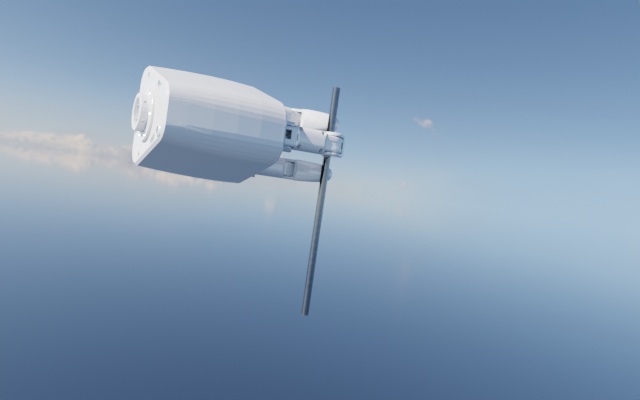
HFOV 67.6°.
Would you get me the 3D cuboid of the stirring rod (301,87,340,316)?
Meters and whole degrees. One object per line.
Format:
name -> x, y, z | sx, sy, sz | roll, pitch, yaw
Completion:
stirring rod -> 0.000, 0.002, 0.502 | 0.011, 0.239, 0.011 | 8, 2, 0
